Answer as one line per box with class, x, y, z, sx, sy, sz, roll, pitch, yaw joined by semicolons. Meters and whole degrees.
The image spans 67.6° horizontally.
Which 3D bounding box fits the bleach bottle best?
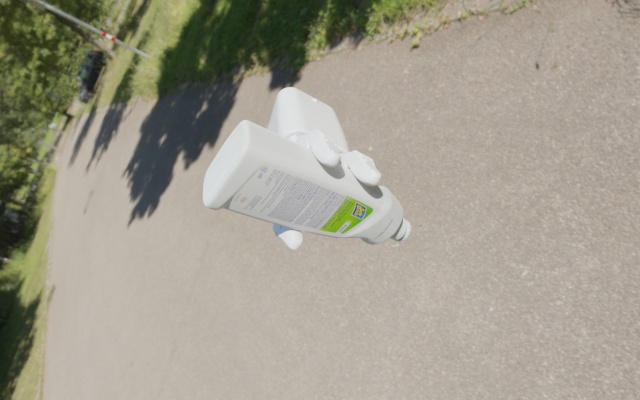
bleach bottle;0.000;0.002;0.556;0.251;0.068;0.103;23;-54;-29
